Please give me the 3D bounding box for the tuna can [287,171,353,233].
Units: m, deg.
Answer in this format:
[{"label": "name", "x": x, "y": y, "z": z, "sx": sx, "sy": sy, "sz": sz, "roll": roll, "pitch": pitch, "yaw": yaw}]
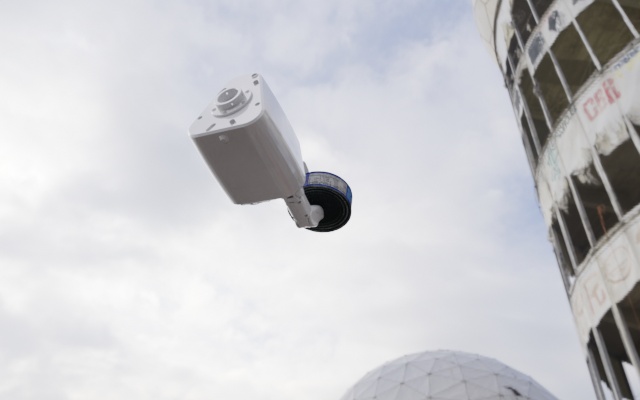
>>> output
[{"label": "tuna can", "x": 0.000, "y": 0.002, "z": 0.639, "sx": 0.086, "sy": 0.086, "sz": 0.033, "roll": 0, "pitch": 43, "yaw": 9}]
